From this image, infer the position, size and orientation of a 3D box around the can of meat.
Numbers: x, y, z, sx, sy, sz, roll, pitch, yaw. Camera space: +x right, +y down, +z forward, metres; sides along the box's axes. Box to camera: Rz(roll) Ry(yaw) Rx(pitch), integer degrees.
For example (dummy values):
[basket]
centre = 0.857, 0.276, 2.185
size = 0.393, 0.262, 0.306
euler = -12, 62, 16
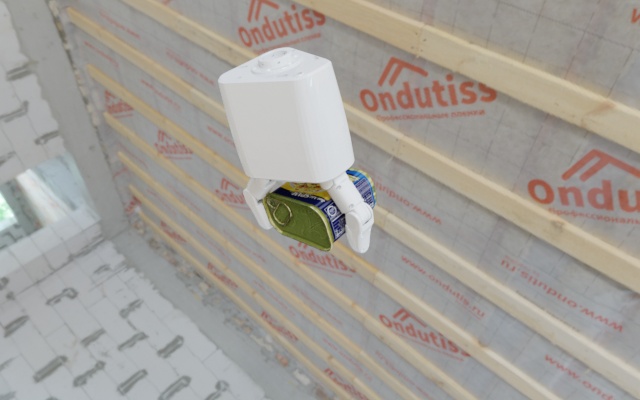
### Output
[can of meat]
centre = 0.000, 0.002, 0.535
size = 0.102, 0.057, 0.084
euler = 16, 44, 43
